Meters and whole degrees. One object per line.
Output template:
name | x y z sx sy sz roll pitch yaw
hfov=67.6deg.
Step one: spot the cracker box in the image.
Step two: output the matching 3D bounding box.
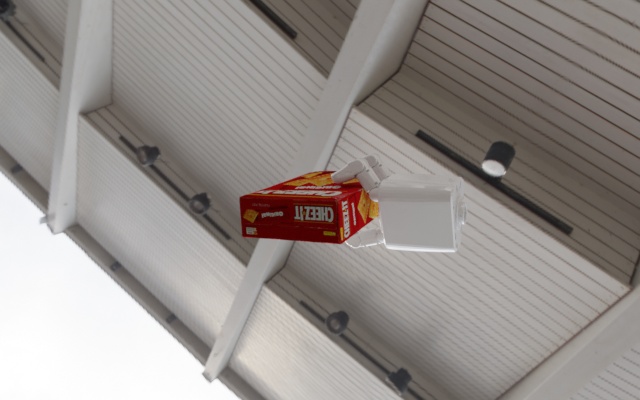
cracker box | 0.000 0.003 0.757 0.164 0.072 0.213 1 13 27
